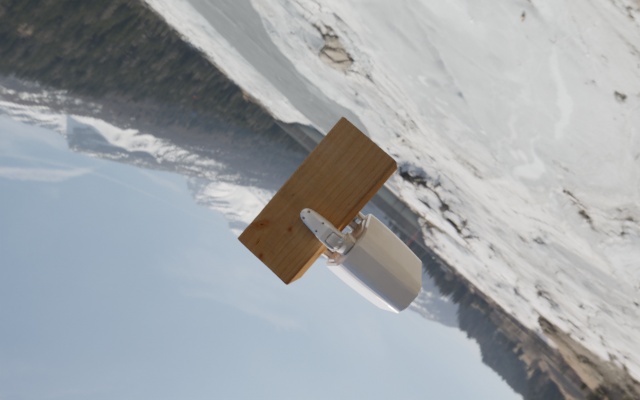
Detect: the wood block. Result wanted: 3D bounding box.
[{"bbox_3d":[0.000,0.002,0.636,0.090,0.206,0.091,42,4,9],"label":"wood block"}]
